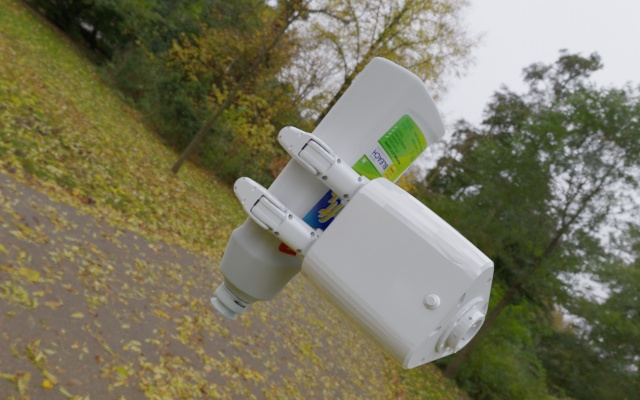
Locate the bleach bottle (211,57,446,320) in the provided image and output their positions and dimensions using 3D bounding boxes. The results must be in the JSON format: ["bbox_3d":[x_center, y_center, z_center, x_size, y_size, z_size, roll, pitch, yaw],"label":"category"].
[{"bbox_3d":[0.000,0.001,0.421,0.068,0.251,0.103,40,0,34],"label":"bleach bottle"}]
